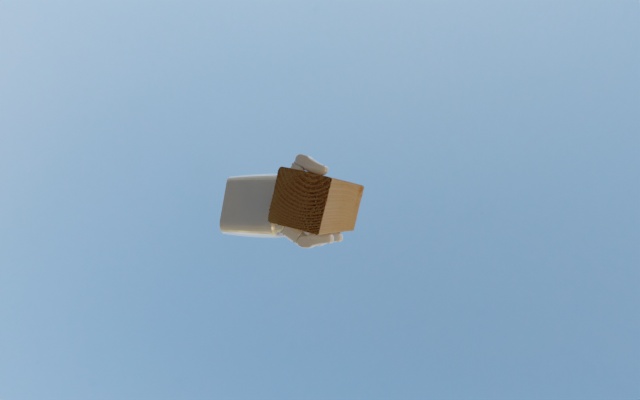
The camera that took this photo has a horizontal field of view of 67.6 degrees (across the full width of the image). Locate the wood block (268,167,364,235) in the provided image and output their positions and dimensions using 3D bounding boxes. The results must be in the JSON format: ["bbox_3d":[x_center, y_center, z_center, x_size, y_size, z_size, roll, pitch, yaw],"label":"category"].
[{"bbox_3d":[0.000,0.002,0.817,0.090,0.091,0.206,13,3,18],"label":"wood block"}]
